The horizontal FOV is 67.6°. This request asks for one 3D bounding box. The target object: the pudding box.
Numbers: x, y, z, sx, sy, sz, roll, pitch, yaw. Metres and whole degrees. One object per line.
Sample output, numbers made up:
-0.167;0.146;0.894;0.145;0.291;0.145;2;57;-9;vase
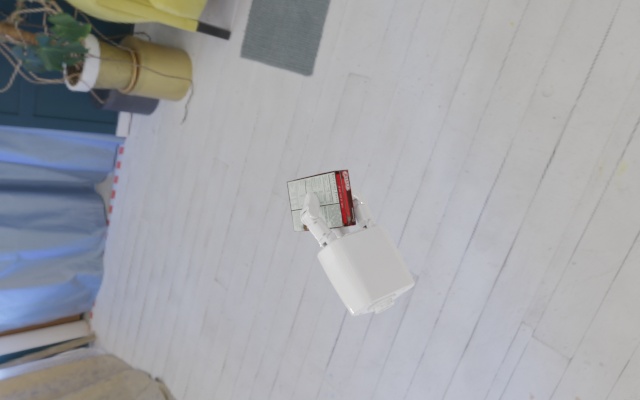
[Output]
0.000;0.003;0.774;0.113;0.090;0.039;-9;-2;40;pudding box
